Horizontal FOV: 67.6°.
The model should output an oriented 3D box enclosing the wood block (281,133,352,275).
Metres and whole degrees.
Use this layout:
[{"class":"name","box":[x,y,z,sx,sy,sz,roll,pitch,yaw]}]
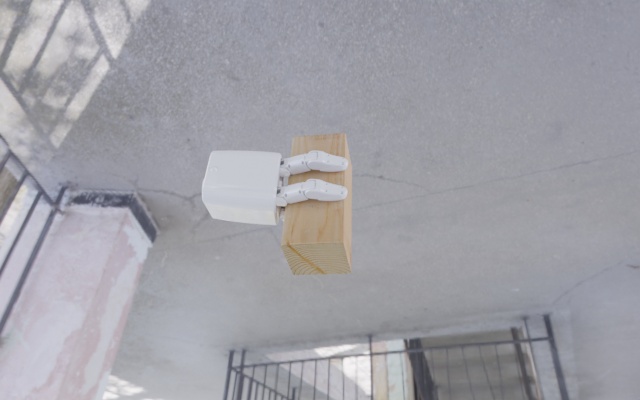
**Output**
[{"class":"wood block","box":[0.000,0.003,0.740,0.090,0.206,0.091,-3,-37,9]}]
